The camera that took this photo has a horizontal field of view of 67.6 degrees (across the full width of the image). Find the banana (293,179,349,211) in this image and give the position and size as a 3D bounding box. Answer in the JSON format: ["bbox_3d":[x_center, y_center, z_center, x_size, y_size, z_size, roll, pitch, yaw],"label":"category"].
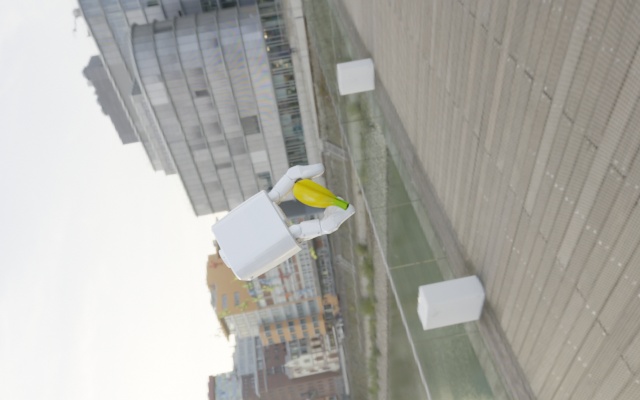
[{"bbox_3d":[-0.014,-0.008,0.774,0.069,0.037,0.198,36,-3,-14],"label":"banana"}]
